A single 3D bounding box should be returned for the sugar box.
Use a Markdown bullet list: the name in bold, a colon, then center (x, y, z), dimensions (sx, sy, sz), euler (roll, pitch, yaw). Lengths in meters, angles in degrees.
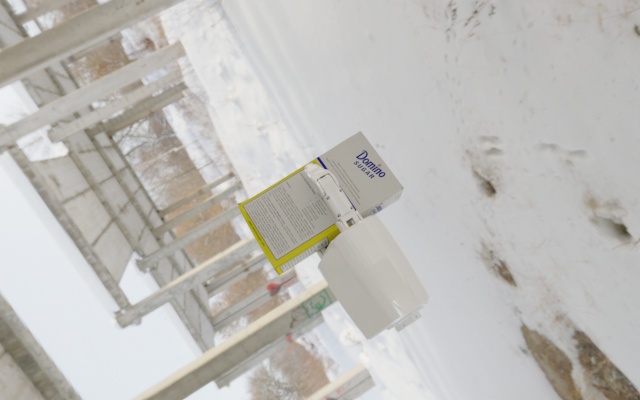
- **sugar box**: center (0.000, 0.002, 0.570), dimensions (0.176, 0.093, 0.048), euler (-30, -18, -10)
